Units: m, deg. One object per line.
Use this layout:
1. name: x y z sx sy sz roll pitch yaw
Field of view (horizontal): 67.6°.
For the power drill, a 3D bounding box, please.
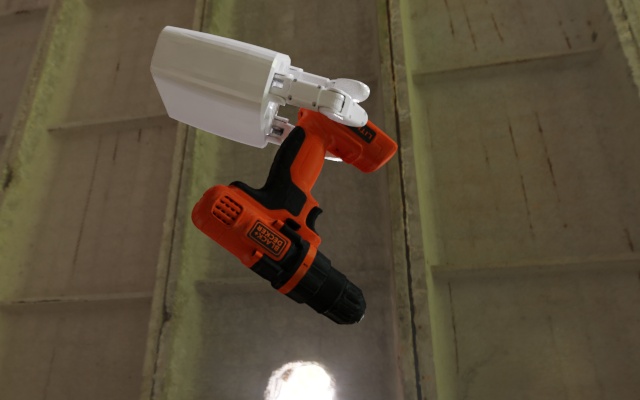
1. power drill: 0.000 0.001 0.460 0.184 0.187 0.057 38 -26 -12
